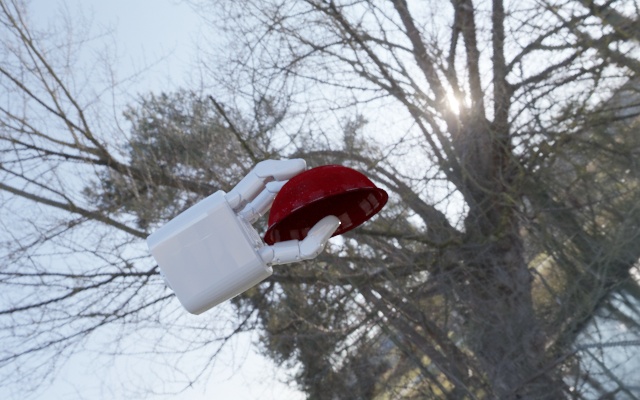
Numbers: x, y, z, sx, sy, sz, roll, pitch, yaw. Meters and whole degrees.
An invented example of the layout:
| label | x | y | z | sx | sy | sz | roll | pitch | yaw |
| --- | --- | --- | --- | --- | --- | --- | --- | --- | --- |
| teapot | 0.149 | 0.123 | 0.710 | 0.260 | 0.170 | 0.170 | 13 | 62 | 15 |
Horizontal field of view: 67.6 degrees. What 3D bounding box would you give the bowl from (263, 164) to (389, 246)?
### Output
| label | x | y | z | sx | sy | sz | roll | pitch | yaw |
| --- | --- | --- | --- | --- | --- | --- | --- | --- | --- |
| bowl | 0.001 | 0.001 | 0.592 | 0.162 | 0.055 | 0.162 | -18 | -20 | -7 |
